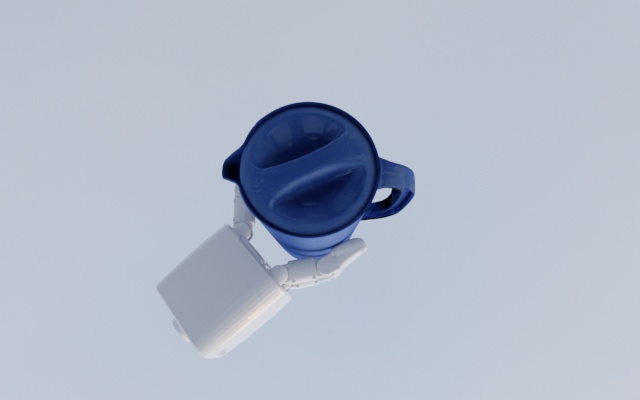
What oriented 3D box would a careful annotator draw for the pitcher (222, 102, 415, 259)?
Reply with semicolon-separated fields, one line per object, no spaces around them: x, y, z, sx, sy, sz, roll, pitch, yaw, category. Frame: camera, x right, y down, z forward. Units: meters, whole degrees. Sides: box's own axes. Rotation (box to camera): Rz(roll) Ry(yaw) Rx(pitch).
0.000;0.002;0.546;0.145;0.149;0.243;-42;-12;-10;pitcher
